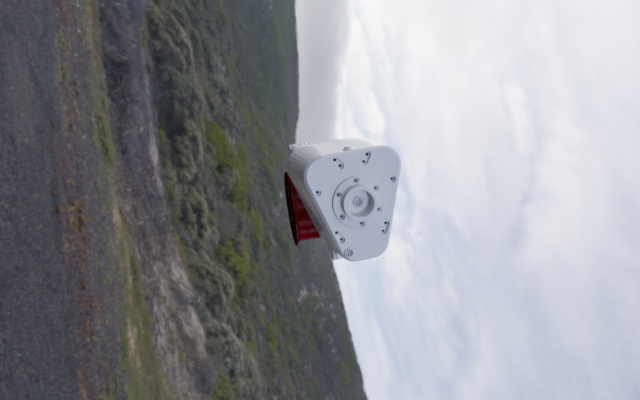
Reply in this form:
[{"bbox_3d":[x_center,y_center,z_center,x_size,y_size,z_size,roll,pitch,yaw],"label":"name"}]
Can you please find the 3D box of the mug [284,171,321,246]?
[{"bbox_3d":[0.000,0.002,0.608,0.081,0.093,0.117,-9,13,-8],"label":"mug"}]
